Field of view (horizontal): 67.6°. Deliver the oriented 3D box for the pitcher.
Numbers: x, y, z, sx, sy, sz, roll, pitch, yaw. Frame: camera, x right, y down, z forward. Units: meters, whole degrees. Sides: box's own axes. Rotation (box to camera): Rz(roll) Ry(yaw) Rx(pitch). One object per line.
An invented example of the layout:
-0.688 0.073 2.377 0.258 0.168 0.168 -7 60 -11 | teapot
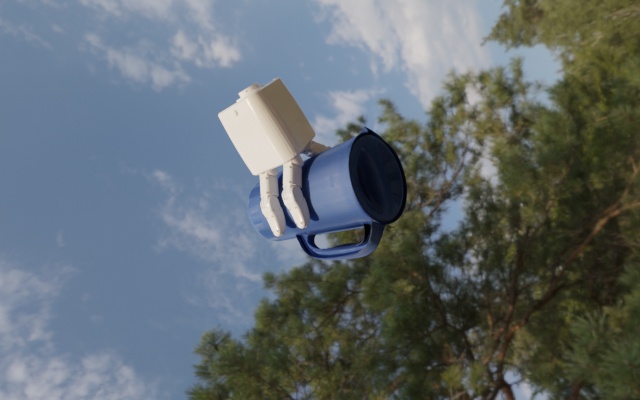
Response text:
0.000 0.002 0.734 0.243 0.145 0.149 -17 22 41 | pitcher
